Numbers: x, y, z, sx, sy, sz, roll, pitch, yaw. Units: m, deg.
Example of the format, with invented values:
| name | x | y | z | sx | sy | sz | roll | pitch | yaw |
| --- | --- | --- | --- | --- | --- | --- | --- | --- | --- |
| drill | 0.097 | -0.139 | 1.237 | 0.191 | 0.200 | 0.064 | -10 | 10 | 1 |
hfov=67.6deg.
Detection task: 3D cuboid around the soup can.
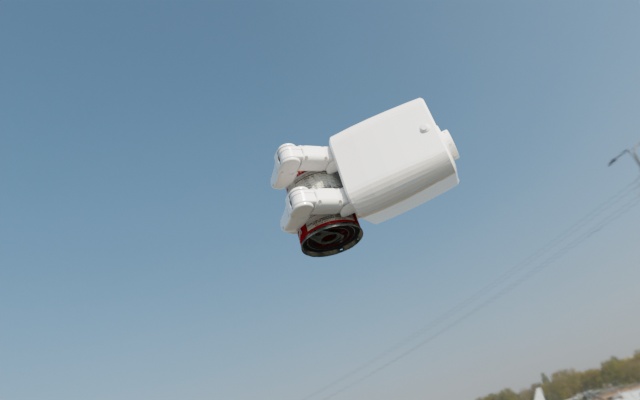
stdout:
| name | x | y | z | sx | sy | sz | roll | pitch | yaw |
| --- | --- | --- | --- | --- | --- | --- | --- | --- | --- |
| soup can | 0.000 | 0.002 | 0.527 | 0.068 | 0.102 | 0.068 | -12 | -30 | -7 |
